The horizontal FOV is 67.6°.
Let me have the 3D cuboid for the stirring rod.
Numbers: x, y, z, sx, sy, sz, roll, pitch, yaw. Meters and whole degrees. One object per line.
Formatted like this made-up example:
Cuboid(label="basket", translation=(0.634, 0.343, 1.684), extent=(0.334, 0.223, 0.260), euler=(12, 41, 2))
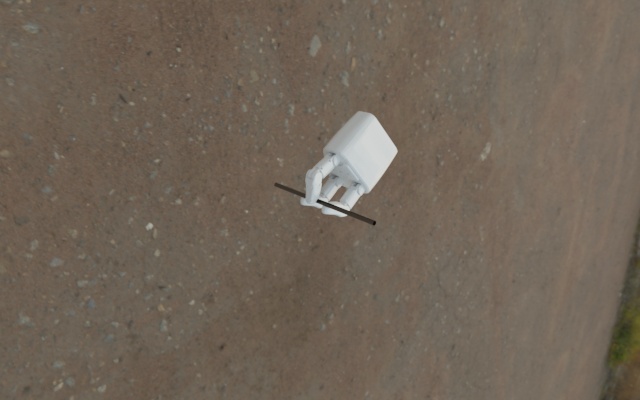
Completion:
Cuboid(label="stirring rod", translation=(0.000, 0.003, 0.832), extent=(0.239, 0.011, 0.011), euler=(21, 14, 40))
